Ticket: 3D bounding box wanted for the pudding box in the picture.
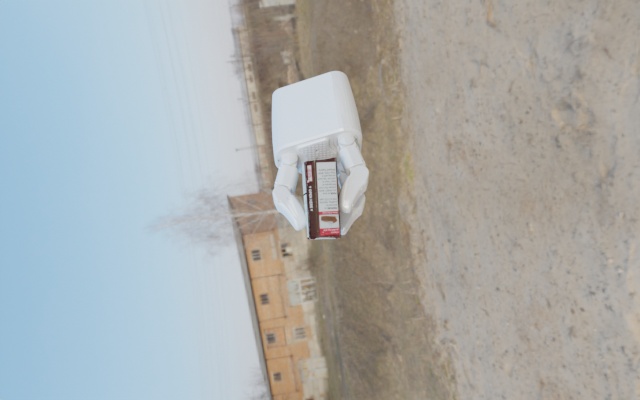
[{"bbox_3d":[0.000,0.002,0.566,0.039,0.090,0.113,-4,-4,-1],"label":"pudding box"}]
